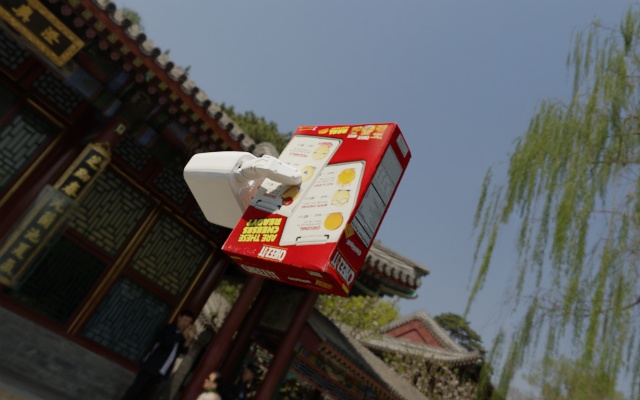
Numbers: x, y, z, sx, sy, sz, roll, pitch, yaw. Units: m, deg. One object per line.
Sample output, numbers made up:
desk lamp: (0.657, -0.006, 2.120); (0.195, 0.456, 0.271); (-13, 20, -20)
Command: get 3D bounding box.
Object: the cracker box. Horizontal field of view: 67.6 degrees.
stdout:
cracker box: (0.000, 0.002, 0.603); (0.164, 0.213, 0.072); (5, -34, 39)
